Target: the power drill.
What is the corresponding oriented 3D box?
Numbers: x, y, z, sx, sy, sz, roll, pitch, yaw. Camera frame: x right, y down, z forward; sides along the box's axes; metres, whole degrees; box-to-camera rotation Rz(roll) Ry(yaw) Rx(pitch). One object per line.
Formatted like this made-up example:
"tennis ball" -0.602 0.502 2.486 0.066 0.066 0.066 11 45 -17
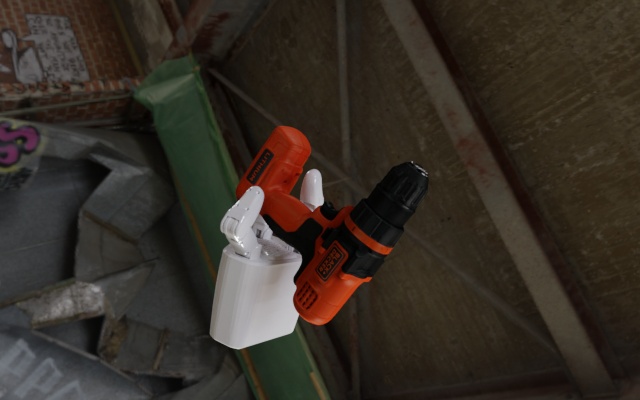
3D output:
"power drill" 0.000 0.002 0.490 0.057 0.184 0.187 20 21 -49
